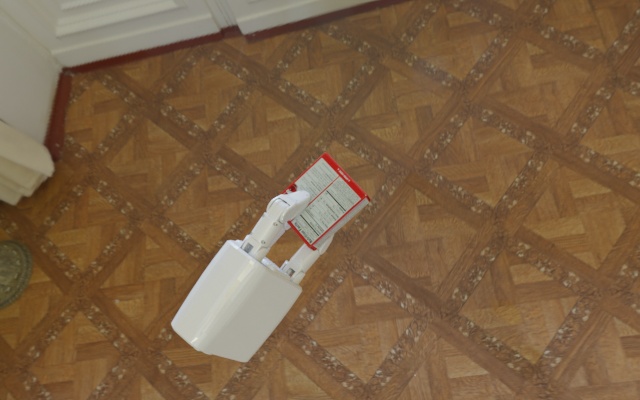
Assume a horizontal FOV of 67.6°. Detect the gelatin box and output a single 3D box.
[{"bbox_3d":[0.000,0.001,0.548,0.089,0.073,0.030,-43,-20,2],"label":"gelatin box"}]
